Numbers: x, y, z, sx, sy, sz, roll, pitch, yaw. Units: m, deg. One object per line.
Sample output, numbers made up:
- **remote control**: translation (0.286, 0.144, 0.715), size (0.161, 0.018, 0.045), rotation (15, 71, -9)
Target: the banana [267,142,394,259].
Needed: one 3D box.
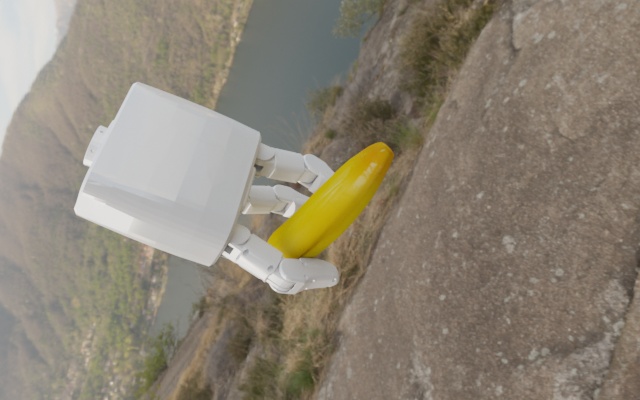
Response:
- **banana**: translation (-0.008, 0.017, 0.396), size (0.037, 0.069, 0.198), rotation (30, -30, -12)
